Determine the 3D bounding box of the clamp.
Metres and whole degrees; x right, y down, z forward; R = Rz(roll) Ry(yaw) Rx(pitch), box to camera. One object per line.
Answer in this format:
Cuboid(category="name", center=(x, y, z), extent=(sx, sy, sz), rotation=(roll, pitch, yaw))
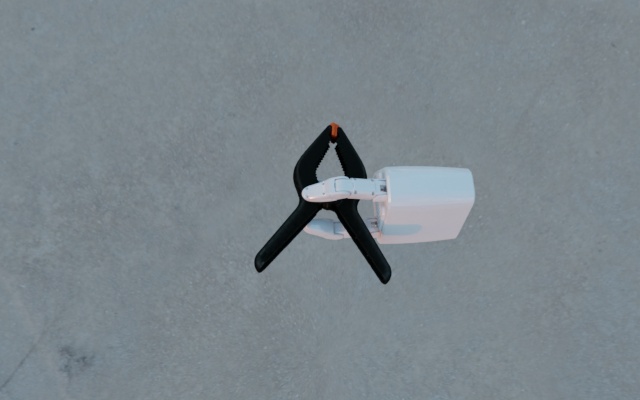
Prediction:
Cuboid(category="clamp", center=(0.000, 0.001, 0.598), extent=(0.164, 0.210, 0.036), rotation=(0, -19, -6))
